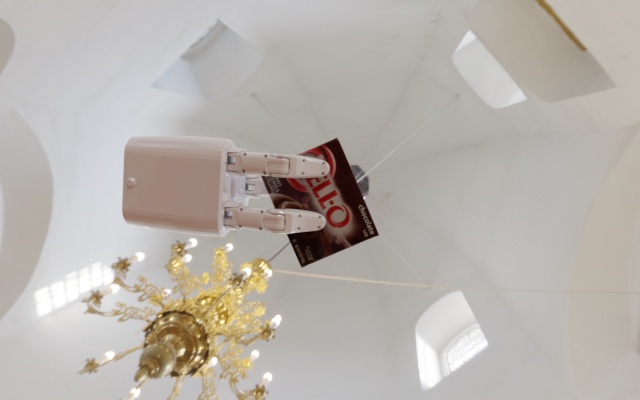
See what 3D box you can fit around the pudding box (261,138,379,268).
[{"bbox_3d":[0.000,0.002,0.509,0.090,0.113,0.039,-24,3,7],"label":"pudding box"}]
